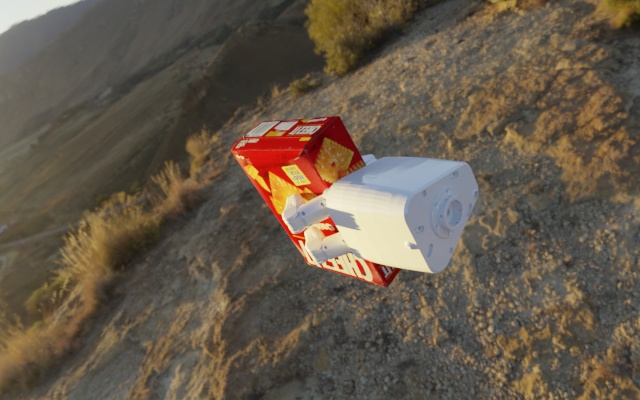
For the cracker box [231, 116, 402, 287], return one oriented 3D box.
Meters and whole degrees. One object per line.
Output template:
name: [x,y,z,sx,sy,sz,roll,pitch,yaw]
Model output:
cracker box: [0.000,0.002,0.604,0.072,0.214,0.164,-46,31,-26]
